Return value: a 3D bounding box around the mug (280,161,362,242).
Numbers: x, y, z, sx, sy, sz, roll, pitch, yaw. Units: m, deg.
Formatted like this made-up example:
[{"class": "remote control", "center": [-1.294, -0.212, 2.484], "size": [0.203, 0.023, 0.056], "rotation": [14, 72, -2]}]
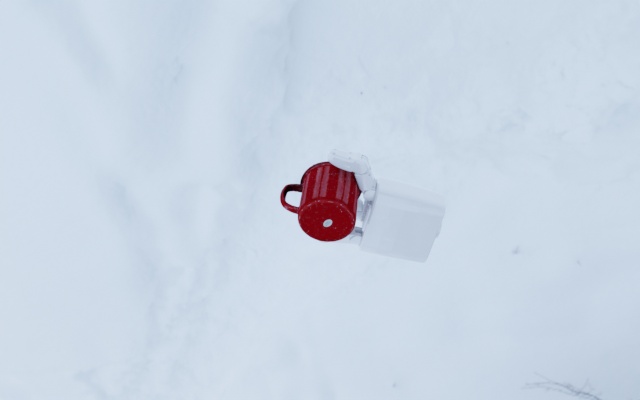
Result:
[{"class": "mug", "center": [-0.001, 0.002, 0.682], "size": [0.117, 0.093, 0.081], "rotation": [11, 40, -2]}]
